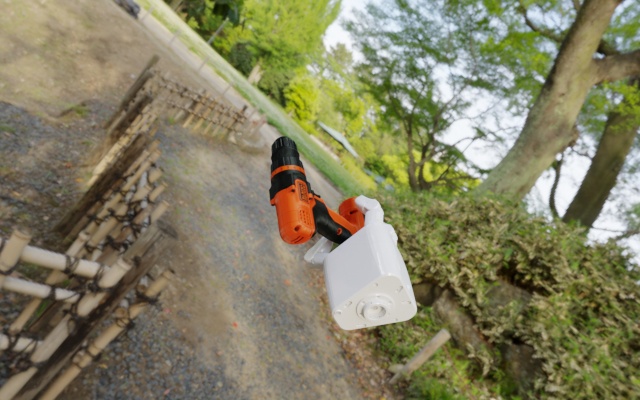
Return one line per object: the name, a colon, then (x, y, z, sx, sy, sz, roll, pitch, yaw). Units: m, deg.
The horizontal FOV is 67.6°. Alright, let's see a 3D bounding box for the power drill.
power drill: (0.001, 0.003, 0.737, 0.057, 0.184, 0.188, -34, -41, 32)
